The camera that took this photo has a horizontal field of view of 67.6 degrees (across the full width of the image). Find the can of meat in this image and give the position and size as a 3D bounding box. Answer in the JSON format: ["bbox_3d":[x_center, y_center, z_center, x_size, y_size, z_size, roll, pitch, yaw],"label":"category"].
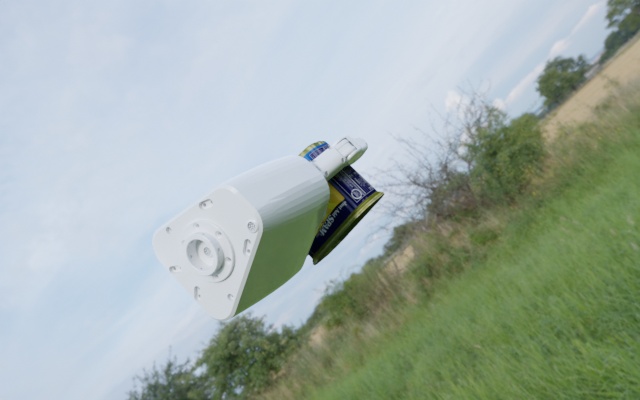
[{"bbox_3d":[0.000,0.001,0.490,0.102,0.084,0.057,-51,-10,33],"label":"can of meat"}]
